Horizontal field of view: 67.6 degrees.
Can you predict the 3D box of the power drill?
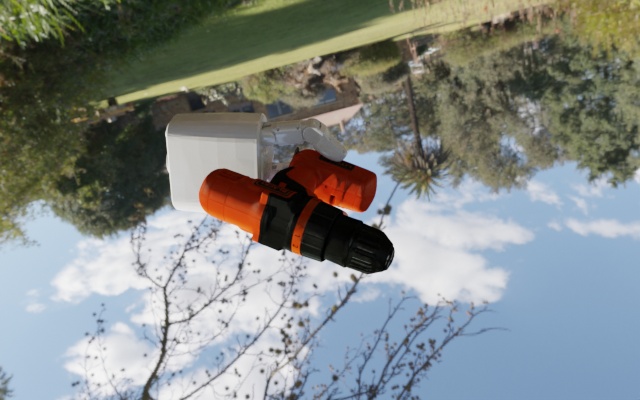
[{"bbox_3d":[0.000,0.001,0.483,0.184,0.057,0.187,22,19,14],"label":"power drill"}]
